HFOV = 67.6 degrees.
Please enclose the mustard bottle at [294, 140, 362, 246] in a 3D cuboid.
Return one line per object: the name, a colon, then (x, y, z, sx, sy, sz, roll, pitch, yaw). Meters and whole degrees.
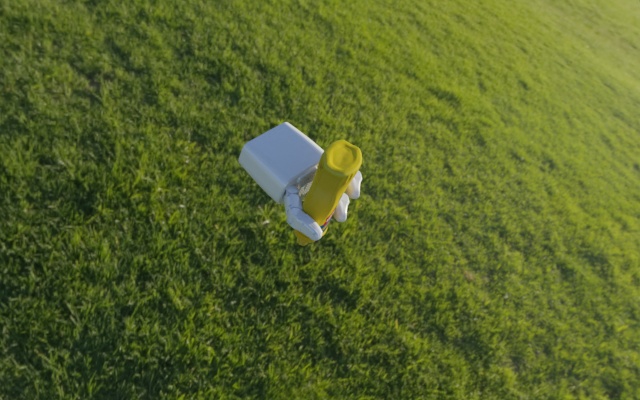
mustard bottle: (0.000, 0.002, 0.750, 0.058, 0.192, 0.096, 27, 38, 1)
